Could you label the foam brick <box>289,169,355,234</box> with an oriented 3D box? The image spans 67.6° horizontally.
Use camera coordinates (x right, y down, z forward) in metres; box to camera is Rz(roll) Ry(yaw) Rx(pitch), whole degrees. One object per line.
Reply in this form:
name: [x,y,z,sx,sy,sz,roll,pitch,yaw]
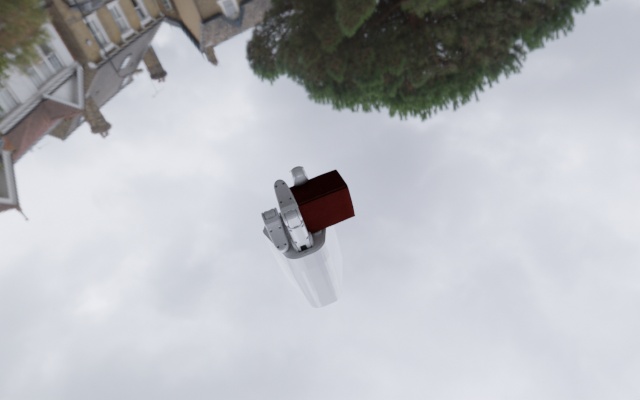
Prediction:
foam brick: [0.000,0.002,0.645,0.078,0.051,0.053,-22,32,-2]
